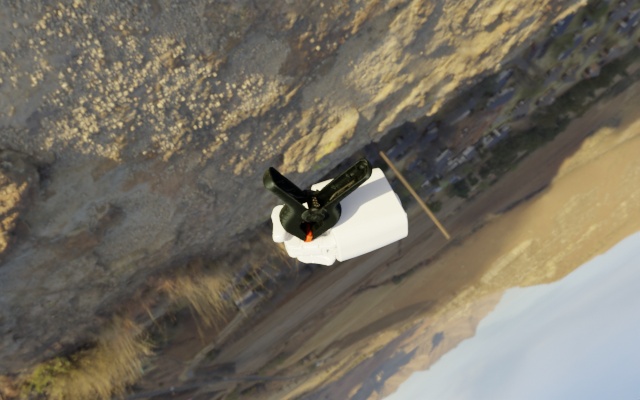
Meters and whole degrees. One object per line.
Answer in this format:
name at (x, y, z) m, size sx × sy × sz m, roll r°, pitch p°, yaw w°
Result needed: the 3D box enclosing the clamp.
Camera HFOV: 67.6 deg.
clamp at (0.000, 0.003, 0.576) m, size 0.120 × 0.039 × 0.171 m, roll -5°, pitch -25°, yaw -1°
